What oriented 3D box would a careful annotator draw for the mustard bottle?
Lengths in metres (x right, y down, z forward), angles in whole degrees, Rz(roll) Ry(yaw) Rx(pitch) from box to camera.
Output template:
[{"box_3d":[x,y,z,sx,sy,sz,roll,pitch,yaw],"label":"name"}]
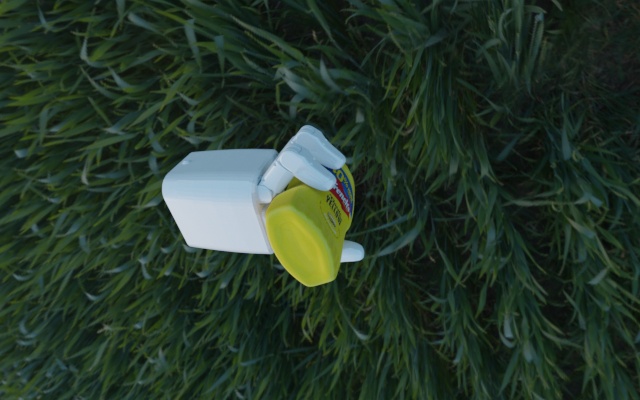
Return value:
[{"box_3d":[0.000,0.002,0.534,0.058,0.096,0.191,-21,22,23],"label":"mustard bottle"}]
